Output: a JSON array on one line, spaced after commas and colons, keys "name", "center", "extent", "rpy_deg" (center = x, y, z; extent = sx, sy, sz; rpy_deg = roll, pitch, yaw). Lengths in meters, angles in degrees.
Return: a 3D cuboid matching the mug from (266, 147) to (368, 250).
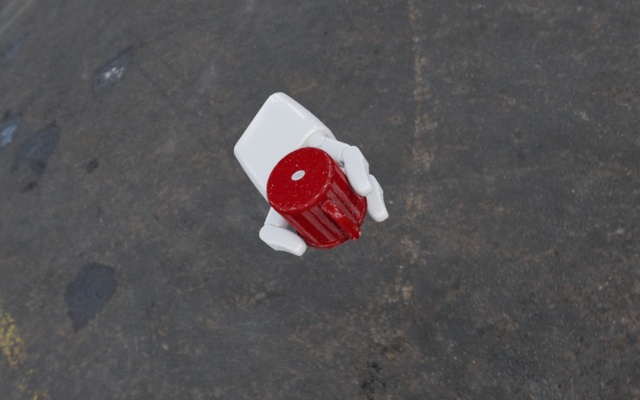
[{"name": "mug", "center": [0.001, 0.002, 0.513], "extent": [0.117, 0.093, 0.081], "rpy_deg": [46, 0, 41]}]
